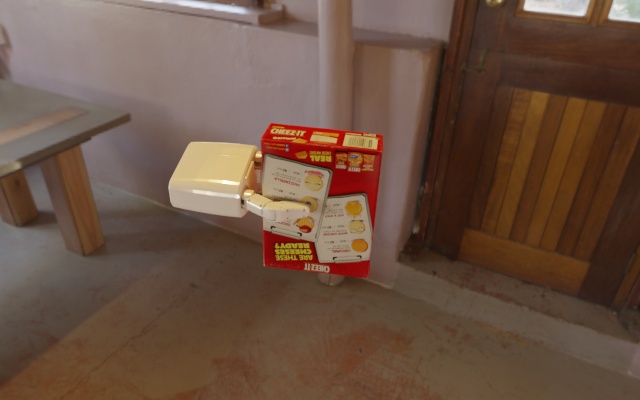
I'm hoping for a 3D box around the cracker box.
[{"bbox_3d":[0.000,0.002,0.699,0.164,0.214,0.072,6,32,6],"label":"cracker box"}]
